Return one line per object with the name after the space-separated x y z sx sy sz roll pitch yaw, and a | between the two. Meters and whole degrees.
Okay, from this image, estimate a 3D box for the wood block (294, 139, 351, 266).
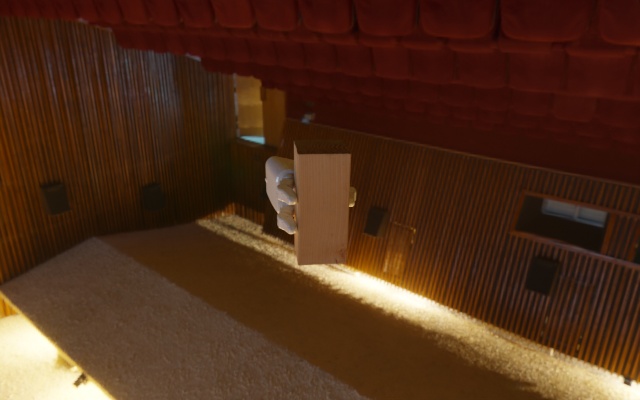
0.000 0.003 0.853 0.091 0.206 0.090 -2 23 -7 | wood block
